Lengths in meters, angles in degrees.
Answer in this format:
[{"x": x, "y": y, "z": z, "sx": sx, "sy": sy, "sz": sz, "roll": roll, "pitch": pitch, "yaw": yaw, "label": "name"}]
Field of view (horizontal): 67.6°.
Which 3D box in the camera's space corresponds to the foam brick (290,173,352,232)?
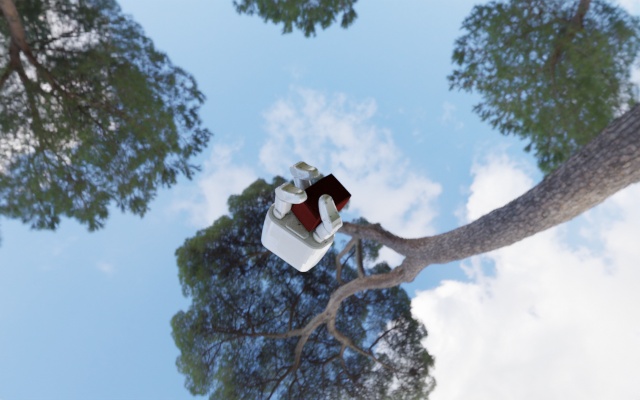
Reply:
[{"x": 0.000, "y": 0.002, "z": 0.772, "sx": 0.078, "sy": 0.053, "sz": 0.051, "roll": -33, "pitch": -14, "yaw": -30, "label": "foam brick"}]
